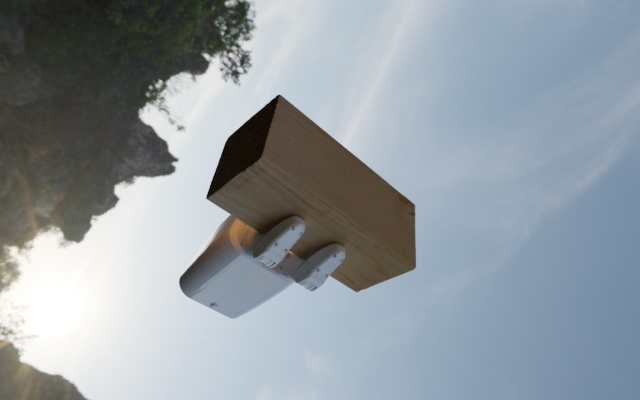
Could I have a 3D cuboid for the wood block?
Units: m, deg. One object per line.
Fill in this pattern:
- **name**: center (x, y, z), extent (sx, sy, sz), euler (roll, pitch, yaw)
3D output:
- **wood block**: center (0.000, 0.002, 0.497), extent (0.206, 0.090, 0.090), euler (36, -48, -29)
